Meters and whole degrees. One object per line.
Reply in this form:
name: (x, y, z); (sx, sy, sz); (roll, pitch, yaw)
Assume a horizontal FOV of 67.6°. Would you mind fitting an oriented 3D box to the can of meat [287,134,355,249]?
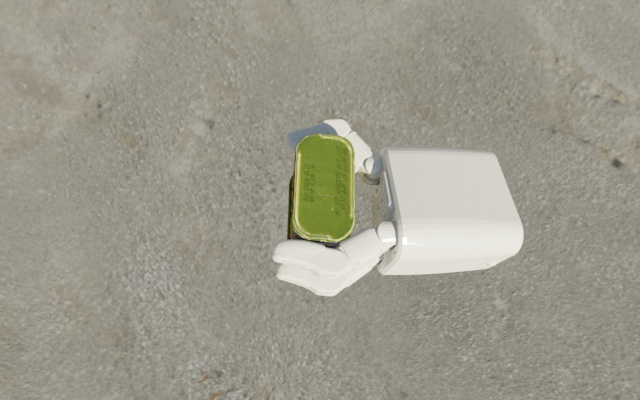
can of meat: (0.000, 0.001, 0.432); (0.057, 0.102, 0.084); (3, -21, -5)
